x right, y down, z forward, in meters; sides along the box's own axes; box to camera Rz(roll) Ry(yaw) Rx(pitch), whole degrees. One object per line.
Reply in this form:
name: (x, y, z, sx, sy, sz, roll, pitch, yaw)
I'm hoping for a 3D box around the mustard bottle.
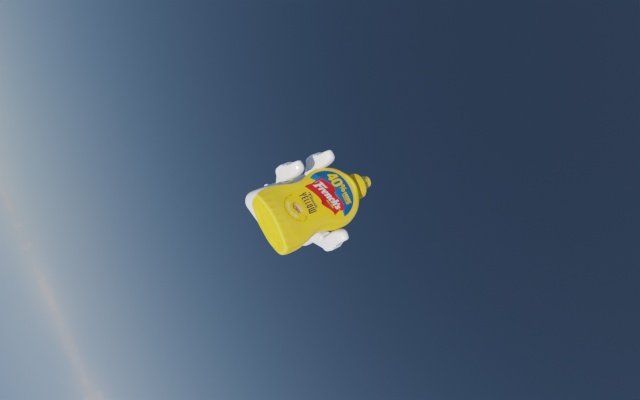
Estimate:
mustard bottle: (0.000, 0.002, 0.719, 0.191, 0.096, 0.058, -23, -15, -31)
